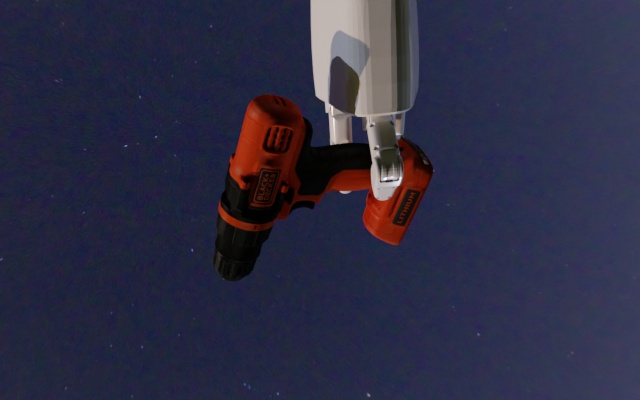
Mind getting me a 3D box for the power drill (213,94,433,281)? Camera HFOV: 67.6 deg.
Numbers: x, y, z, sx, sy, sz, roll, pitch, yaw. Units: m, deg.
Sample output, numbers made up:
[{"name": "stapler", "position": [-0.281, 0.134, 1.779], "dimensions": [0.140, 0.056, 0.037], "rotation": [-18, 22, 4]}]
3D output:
[{"name": "power drill", "position": [0.001, 0.001, 0.448], "dimensions": [0.187, 0.184, 0.057], "rotation": [3, 35, -28]}]
